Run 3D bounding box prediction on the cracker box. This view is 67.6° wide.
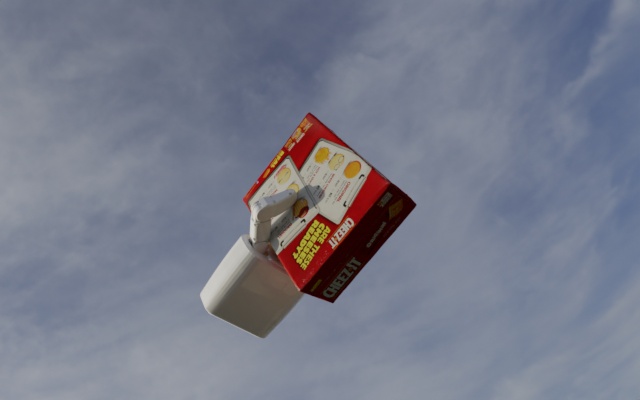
[{"bbox_3d":[0.000,0.002,0.631,0.072,0.164,0.213,31,12,-41],"label":"cracker box"}]
